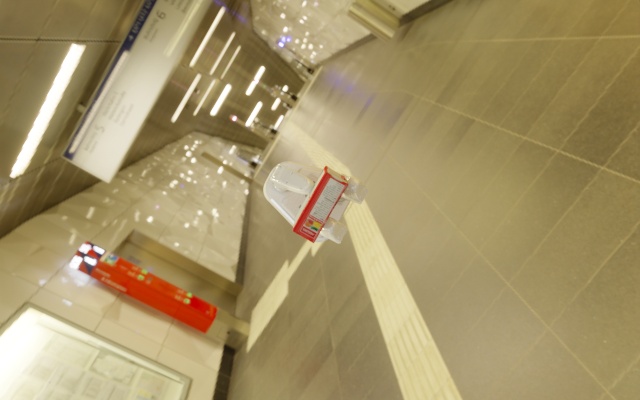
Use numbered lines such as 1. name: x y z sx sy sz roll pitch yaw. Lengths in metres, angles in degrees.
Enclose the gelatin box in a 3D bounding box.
1. gelatin box: 0.000 0.002 0.535 0.030 0.073 0.089 30 7 -4
